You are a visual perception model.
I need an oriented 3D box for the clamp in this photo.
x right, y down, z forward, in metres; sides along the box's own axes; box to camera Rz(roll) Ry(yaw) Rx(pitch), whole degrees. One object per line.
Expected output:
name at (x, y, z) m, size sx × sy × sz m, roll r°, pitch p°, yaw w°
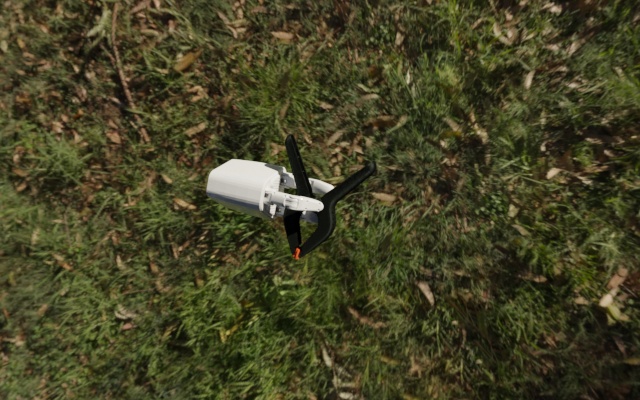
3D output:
clamp at (0.000, 0.003, 0.818) m, size 0.164 × 0.210 × 0.036 m, roll 13°, pitch 6°, yaw 15°
